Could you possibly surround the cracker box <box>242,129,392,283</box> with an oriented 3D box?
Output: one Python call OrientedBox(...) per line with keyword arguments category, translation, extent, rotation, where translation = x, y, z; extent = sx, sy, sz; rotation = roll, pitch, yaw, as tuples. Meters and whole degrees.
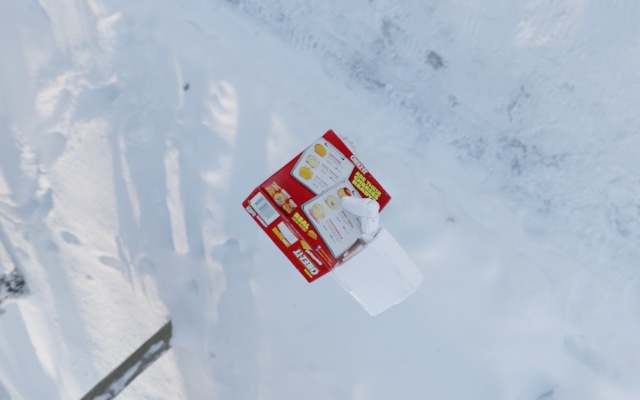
OrientedBox(category="cracker box", translation=(0.000, 0.003, 0.777), extent=(0.072, 0.164, 0.213), rotation=(-38, 4, 45))
